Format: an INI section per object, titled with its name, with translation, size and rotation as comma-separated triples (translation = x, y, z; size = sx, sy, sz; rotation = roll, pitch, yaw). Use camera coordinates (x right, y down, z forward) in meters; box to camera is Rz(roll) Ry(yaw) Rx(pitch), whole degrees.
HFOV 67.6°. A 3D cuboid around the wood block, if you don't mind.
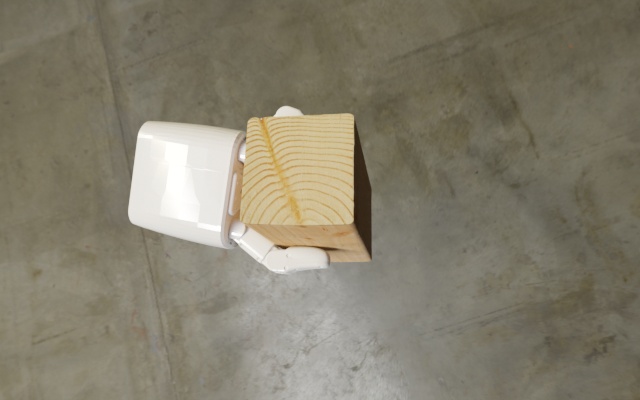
[wood block]
translation = 0.000, 0.002, 0.466
size = 0.090, 0.090, 0.206
rotation = 0, -15, 10
